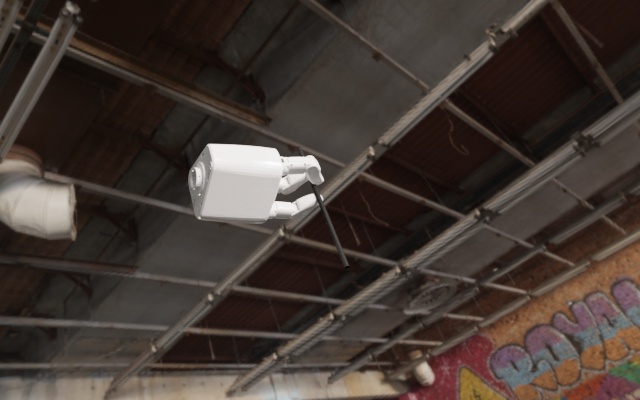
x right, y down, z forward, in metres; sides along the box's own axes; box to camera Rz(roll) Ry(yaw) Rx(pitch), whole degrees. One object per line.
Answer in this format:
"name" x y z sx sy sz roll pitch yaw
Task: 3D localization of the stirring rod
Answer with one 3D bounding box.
"stirring rod" 0.000 0.002 0.745 0.011 0.239 0.011 -15 -34 -11
